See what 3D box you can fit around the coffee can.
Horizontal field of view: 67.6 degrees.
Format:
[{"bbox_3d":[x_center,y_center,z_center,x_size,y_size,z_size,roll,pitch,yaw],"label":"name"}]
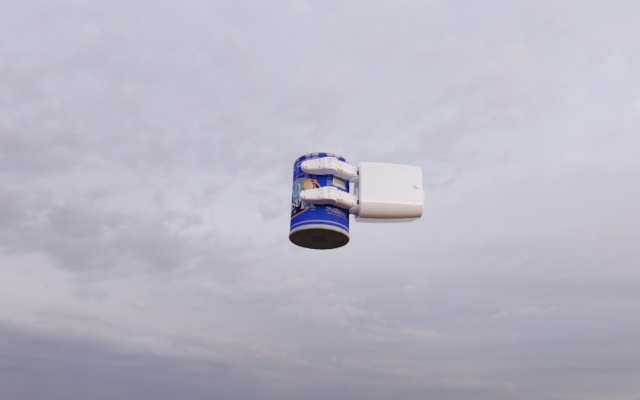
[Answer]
[{"bbox_3d":[0.000,0.003,0.827,0.103,0.140,0.103,2,-25,1],"label":"coffee can"}]
